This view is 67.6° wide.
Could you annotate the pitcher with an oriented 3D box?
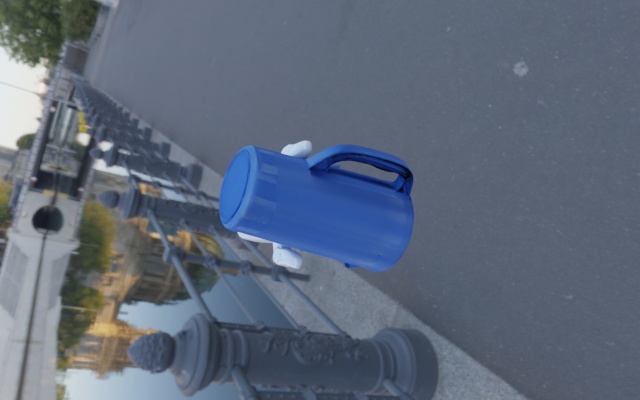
[{"bbox_3d":[0.000,0.002,0.638,0.243,0.149,0.145,16,-13,-29],"label":"pitcher"}]
